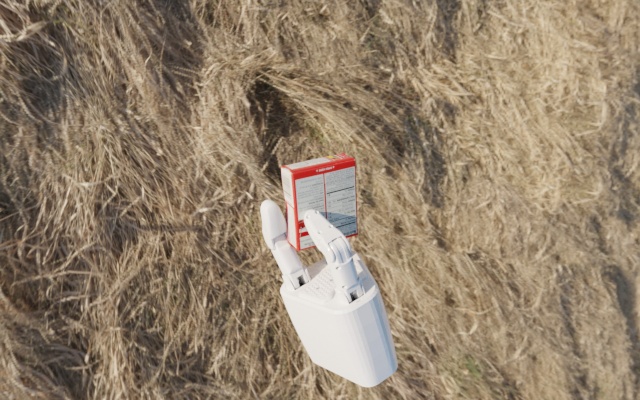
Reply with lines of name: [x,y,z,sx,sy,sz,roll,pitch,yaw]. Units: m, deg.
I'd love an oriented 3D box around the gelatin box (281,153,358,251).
gelatin box: [0.000,0.001,0.496,0.073,0.089,0.030,-14,25,-25]
